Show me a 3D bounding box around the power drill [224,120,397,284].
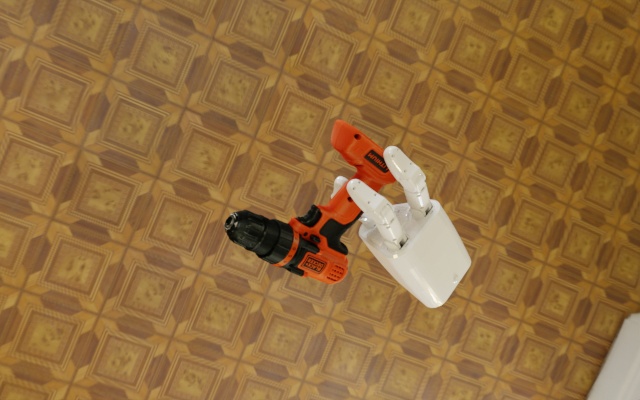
[{"bbox_3d":[0.001,0.002,0.569,0.184,0.187,0.057,29,9,-41],"label":"power drill"}]
